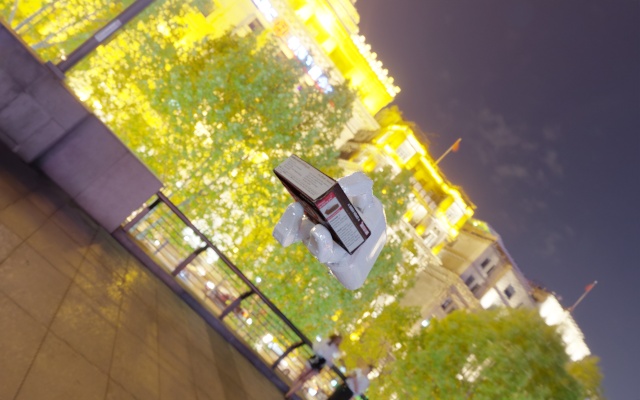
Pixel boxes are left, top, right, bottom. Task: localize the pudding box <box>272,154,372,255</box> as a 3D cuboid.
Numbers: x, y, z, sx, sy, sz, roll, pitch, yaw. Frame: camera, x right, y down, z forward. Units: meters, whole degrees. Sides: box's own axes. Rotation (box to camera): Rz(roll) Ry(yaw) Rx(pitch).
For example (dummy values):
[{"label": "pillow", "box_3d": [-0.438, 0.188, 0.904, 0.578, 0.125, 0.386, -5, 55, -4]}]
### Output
[{"label": "pudding box", "box_3d": [0.000, 0.002, 0.554, 0.113, 0.039, 0.090, 33, -17, 54]}]
